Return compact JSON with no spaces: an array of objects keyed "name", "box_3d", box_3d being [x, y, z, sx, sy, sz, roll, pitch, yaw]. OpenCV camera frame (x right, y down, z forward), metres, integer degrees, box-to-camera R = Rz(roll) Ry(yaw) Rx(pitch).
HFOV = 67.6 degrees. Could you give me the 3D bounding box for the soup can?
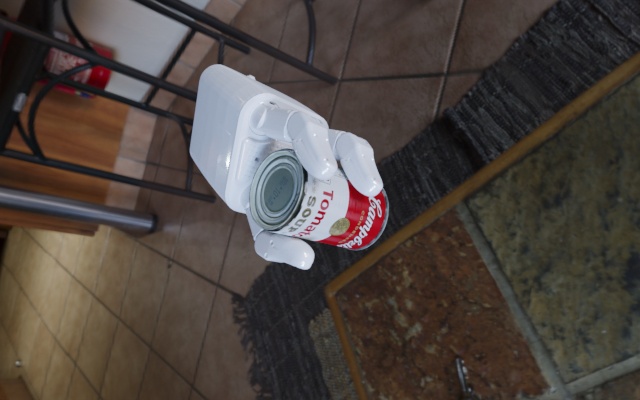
[{"name":"soup can","box_3d":[0.000,0.002,0.402,0.068,0.068,0.102,0,-12,45]}]
